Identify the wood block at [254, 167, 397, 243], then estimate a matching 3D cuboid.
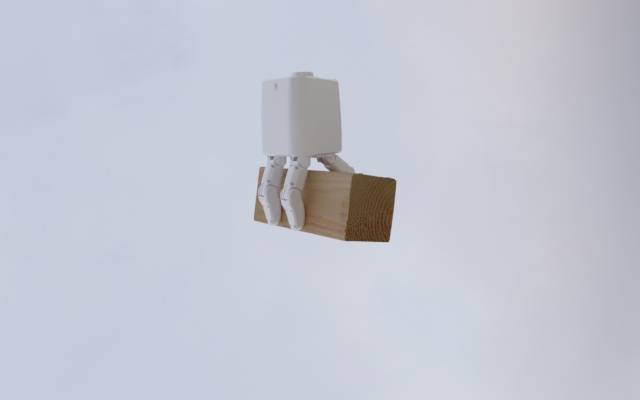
[{"bbox_3d":[0.000,0.002,0.702,0.091,0.090,0.206,5,2,-42],"label":"wood block"}]
